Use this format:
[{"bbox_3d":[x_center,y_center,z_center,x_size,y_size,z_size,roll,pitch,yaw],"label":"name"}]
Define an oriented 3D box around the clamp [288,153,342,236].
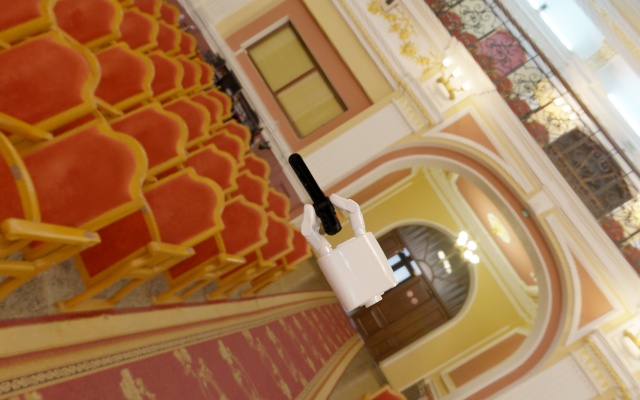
[{"bbox_3d":[0.001,0.003,0.897,0.036,0.164,0.210,-28,-14,3],"label":"clamp"}]
